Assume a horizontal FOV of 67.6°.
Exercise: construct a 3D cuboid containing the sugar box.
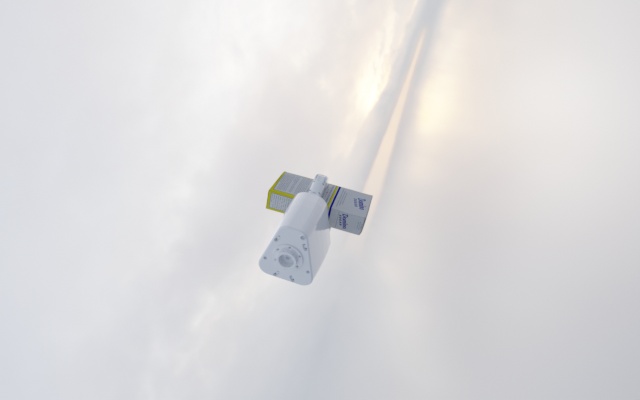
[{"bbox_3d":[0.000,0.003,0.863,0.176,0.048,0.093,18,30,6],"label":"sugar box"}]
